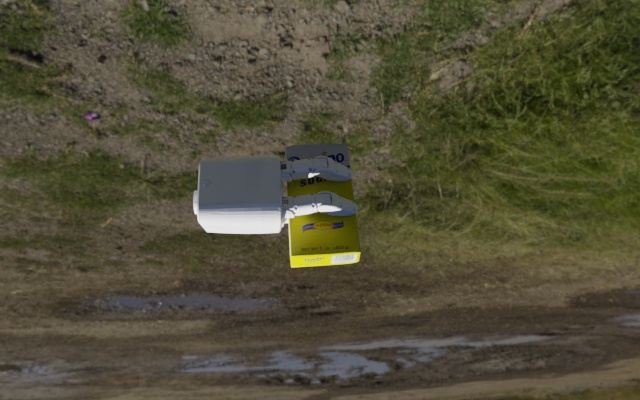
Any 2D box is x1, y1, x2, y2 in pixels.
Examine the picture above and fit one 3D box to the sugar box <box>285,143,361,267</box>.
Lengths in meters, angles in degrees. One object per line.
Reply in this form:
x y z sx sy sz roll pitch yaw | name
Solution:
0.000 0.002 0.664 0.093 0.176 0.048 -3 -28 -5 | sugar box
